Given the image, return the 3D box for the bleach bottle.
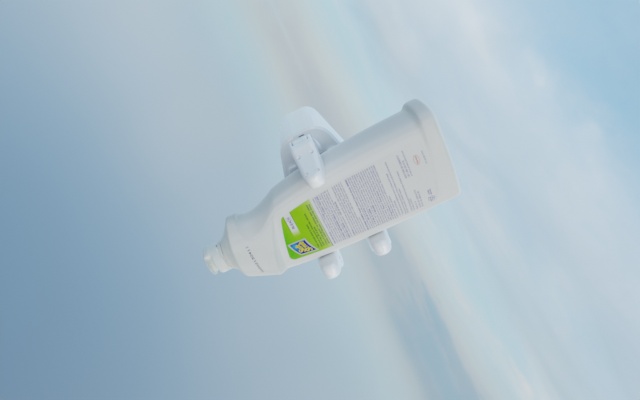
[{"bbox_3d":[0.000,0.002,0.462,0.251,0.103,0.068,-25,25,4],"label":"bleach bottle"}]
